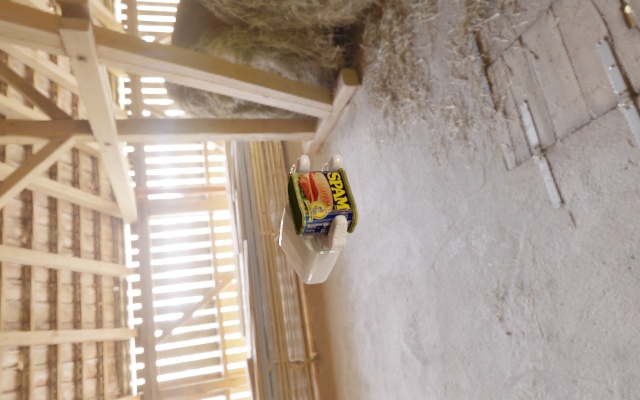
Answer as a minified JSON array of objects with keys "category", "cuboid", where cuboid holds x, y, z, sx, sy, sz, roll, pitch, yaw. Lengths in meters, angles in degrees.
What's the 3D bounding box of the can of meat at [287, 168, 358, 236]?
[{"category":"can of meat","cuboid":[0.000,0.002,0.714,0.084,0.102,0.057,-4,-35,-17]}]
